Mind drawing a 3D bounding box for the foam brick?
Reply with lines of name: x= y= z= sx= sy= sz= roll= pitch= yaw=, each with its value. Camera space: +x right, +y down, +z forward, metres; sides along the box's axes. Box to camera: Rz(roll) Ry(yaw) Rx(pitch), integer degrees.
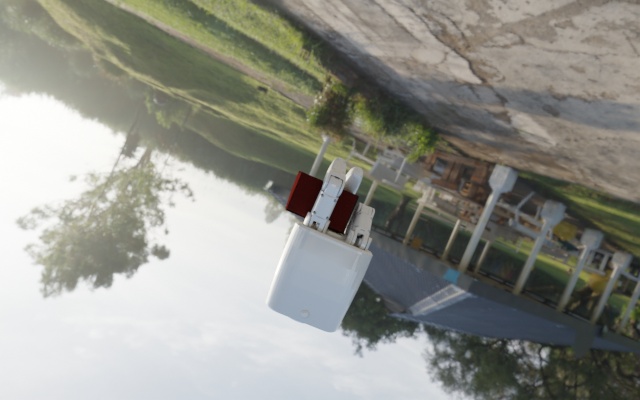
foam brick: x=0.000 y=0.002 z=0.592 sx=0.078 sy=0.051 sz=0.053 roll=23 pitch=2 yaw=-6
